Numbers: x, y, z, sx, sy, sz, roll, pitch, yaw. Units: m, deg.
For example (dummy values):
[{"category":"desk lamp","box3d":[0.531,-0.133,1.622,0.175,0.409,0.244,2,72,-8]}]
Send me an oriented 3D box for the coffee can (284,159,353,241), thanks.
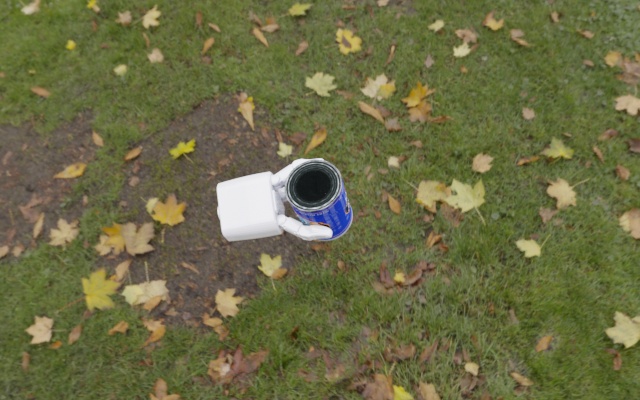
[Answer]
[{"category":"coffee can","box3d":[0.000,0.003,0.887,0.103,0.102,0.140,0,-26,12]}]
